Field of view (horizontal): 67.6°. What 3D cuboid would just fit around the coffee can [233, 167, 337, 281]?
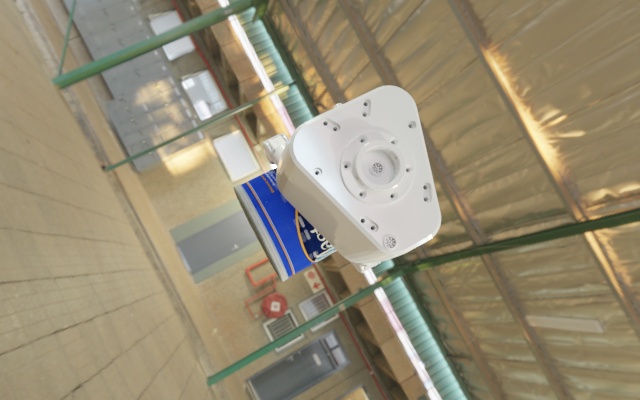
[{"bbox_3d":[0.000,0.002,0.472,0.140,0.103,0.103,-27,5,-11],"label":"coffee can"}]
